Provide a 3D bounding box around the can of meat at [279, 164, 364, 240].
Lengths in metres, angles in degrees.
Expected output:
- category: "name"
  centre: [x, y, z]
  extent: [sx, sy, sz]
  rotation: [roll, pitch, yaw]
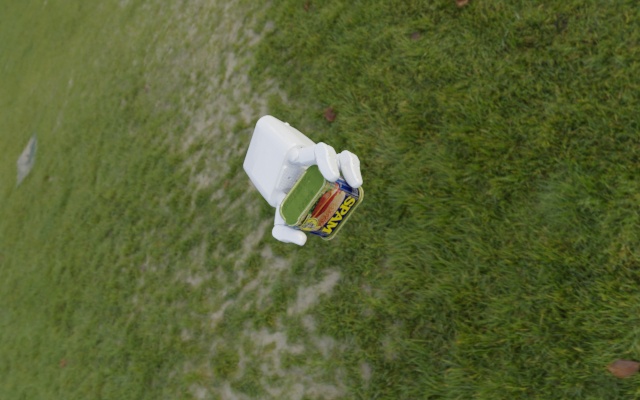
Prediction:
- category: "can of meat"
  centre: [0.000, 0.002, 0.708]
  extent: [0.084, 0.102, 0.057]
  rotation: [22, 21, -45]
